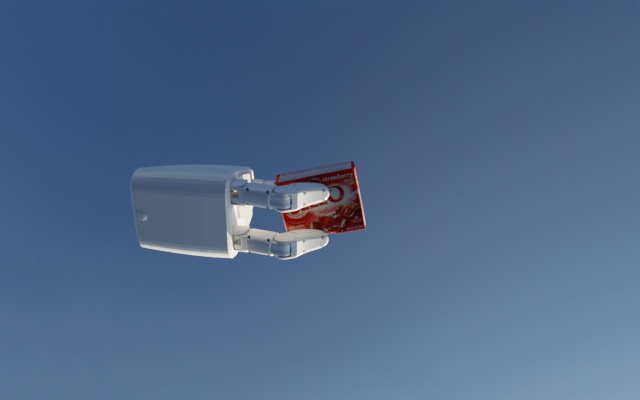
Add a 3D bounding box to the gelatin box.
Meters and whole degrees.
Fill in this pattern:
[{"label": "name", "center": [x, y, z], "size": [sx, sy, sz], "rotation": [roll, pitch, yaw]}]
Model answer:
[{"label": "gelatin box", "center": [0.000, 0.001, 0.527], "size": [0.089, 0.073, 0.030], "rotation": [-10, 22, 5]}]
